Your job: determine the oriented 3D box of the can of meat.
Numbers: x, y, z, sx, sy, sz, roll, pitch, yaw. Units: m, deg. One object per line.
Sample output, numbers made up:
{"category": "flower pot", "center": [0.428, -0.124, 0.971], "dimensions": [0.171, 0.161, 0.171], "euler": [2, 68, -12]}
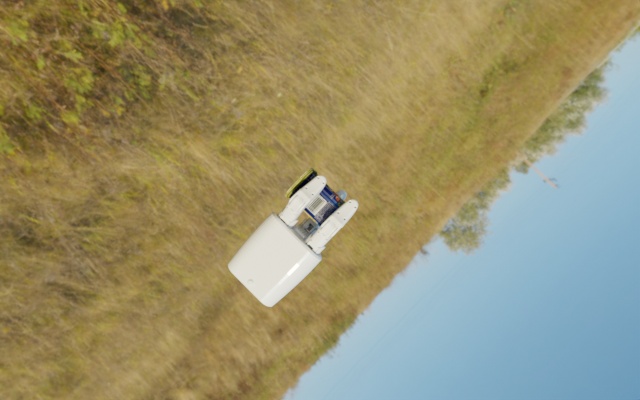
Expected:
{"category": "can of meat", "center": [0.000, 0.003, 0.718], "dimensions": [0.084, 0.057, 0.102], "euler": [44, 3, 4]}
